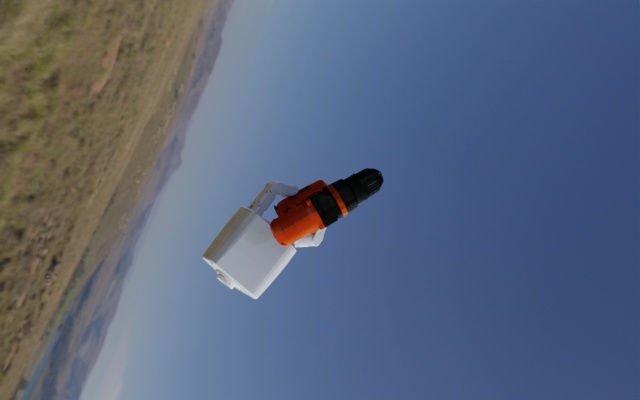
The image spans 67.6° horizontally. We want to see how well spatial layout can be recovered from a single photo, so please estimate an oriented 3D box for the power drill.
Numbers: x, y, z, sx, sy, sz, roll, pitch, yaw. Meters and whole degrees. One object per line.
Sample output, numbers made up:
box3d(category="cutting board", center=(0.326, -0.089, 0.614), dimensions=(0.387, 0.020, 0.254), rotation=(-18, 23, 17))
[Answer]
box3d(category="power drill", center=(0.000, 0.003, 0.770), dimensions=(0.184, 0.057, 0.187), rotation=(-28, 6, -7))
